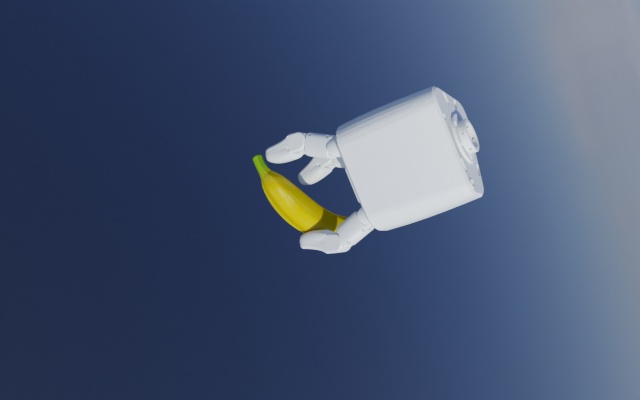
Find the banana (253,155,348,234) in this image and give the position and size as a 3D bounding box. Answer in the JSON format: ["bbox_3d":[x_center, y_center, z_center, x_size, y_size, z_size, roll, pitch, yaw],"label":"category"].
[{"bbox_3d":[-0.002,0.016,0.566,0.037,0.069,0.198,-24,-41,30],"label":"banana"}]
